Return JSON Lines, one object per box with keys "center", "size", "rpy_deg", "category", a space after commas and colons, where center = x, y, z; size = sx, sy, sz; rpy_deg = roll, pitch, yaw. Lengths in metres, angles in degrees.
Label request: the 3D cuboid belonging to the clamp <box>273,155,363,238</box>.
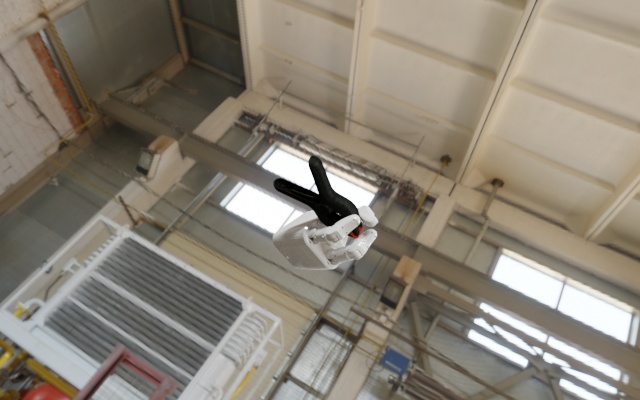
{"center": [0.001, 0.002, 0.814], "size": [0.120, 0.171, 0.039], "rpy_deg": [-12, 34, 49], "category": "clamp"}
